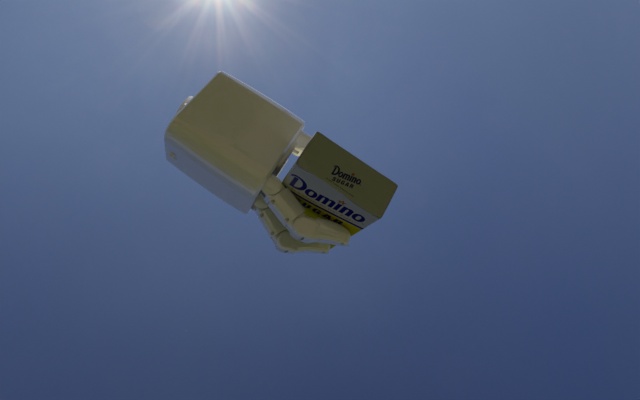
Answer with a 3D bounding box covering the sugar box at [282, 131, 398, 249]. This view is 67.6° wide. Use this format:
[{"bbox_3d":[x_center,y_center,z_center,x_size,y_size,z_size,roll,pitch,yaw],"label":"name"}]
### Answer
[{"bbox_3d":[0.000,0.002,0.503,0.093,0.048,0.176,33,-21,-5],"label":"sugar box"}]
